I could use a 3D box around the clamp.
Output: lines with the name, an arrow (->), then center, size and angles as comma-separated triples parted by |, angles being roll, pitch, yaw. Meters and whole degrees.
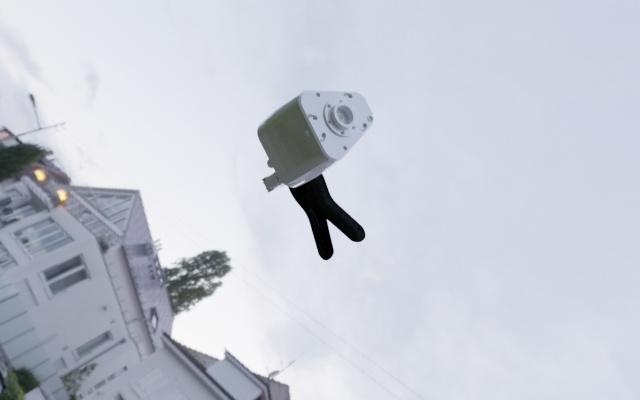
clamp -> 0.000, 0.002, 0.681 | 0.039, 0.171, 0.120 | -29, 3, -37
